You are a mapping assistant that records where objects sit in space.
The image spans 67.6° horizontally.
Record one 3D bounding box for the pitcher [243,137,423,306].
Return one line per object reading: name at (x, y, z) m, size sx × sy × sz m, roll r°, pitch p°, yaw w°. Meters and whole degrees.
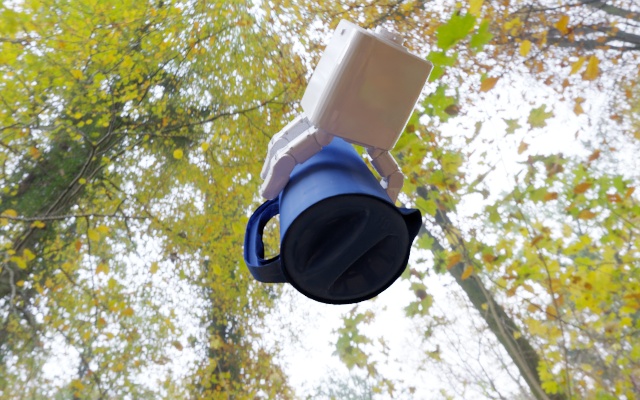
pitcher at (0.000, 0.002, 0.567) m, size 0.149 × 0.145 × 0.242 m, roll 20°, pitch 22°, yaw -18°
